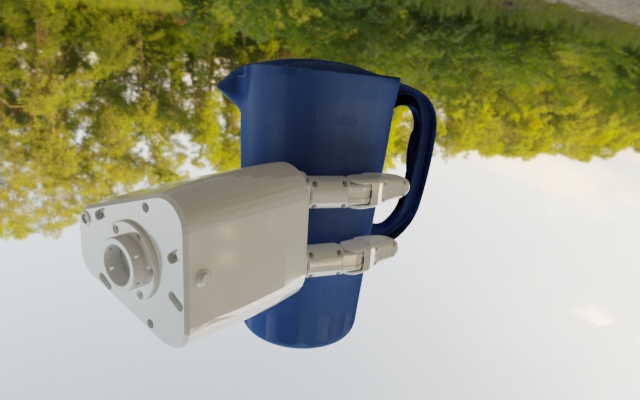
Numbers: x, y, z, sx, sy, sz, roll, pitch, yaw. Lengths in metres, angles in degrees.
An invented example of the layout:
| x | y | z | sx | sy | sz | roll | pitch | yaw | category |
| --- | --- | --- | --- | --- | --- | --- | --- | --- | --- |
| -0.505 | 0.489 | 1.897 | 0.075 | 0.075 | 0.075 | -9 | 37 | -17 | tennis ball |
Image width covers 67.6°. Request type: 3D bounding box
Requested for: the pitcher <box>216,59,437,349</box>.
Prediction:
| x | y | z | sx | sy | sz | roll | pitch | yaw | category |
| --- | --- | --- | --- | --- | --- | --- | --- | --- | --- |
| 0.000 | 0.001 | 0.426 | 0.149 | 0.243 | 0.145 | 16 | 19 | 32 | pitcher |
